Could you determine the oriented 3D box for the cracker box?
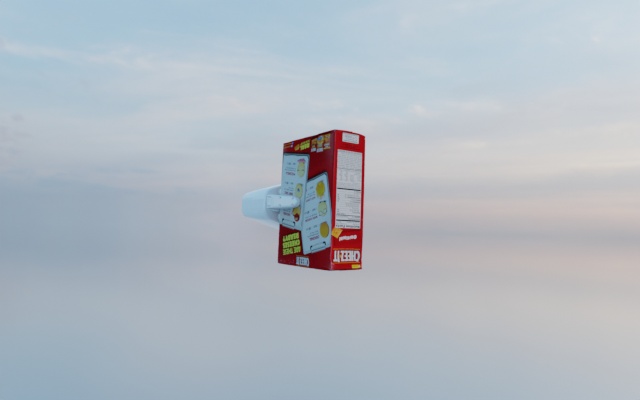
[{"bbox_3d":[0.000,0.002,0.788,0.072,0.213,0.164,4,-4,-33],"label":"cracker box"}]
